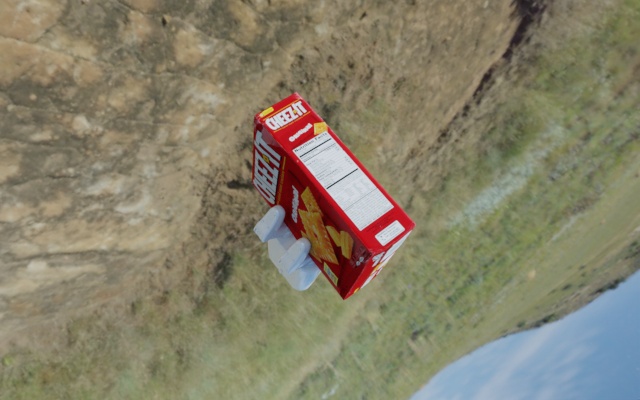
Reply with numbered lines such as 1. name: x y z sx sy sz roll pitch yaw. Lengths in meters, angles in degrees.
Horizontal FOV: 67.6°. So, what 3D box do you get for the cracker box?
1. cracker box: 0.000 0.002 0.590 0.072 0.213 0.164 -33 -17 -23
